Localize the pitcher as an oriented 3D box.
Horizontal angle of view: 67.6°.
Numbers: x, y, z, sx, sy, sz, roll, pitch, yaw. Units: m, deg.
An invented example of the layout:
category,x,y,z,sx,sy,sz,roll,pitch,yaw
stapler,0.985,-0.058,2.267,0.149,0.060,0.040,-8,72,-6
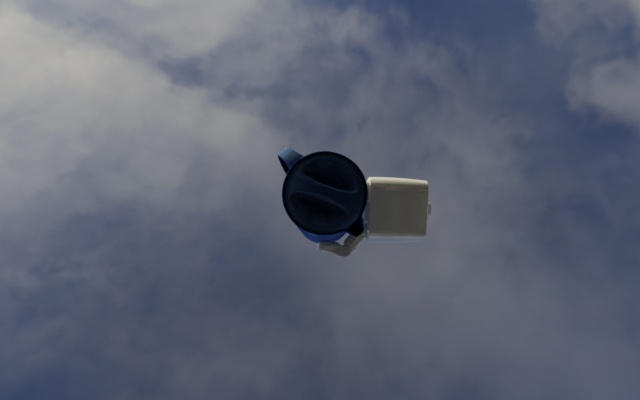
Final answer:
category,x,y,z,sx,sy,sz,roll,pitch,yaw
pitcher,0.000,0.003,0.845,0.145,0.149,0.243,1,-12,0
